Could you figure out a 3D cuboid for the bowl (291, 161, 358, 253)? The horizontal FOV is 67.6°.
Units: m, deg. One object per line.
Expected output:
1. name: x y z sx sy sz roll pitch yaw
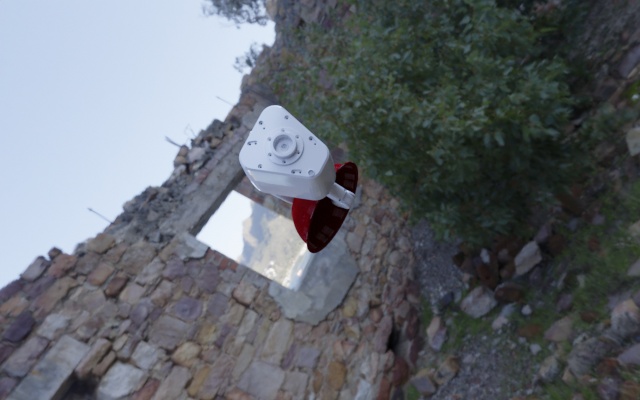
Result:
1. bowl: 0.000 0.003 0.783 0.055 0.162 0.162 25 9 21
